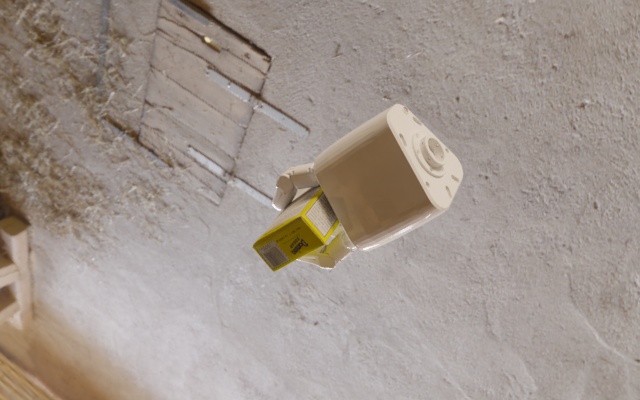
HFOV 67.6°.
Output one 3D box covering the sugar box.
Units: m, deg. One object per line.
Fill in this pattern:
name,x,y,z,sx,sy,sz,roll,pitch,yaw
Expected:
sugar box,0.000,0.002,0.563,0.093,0.048,0.176,-31,11,41
